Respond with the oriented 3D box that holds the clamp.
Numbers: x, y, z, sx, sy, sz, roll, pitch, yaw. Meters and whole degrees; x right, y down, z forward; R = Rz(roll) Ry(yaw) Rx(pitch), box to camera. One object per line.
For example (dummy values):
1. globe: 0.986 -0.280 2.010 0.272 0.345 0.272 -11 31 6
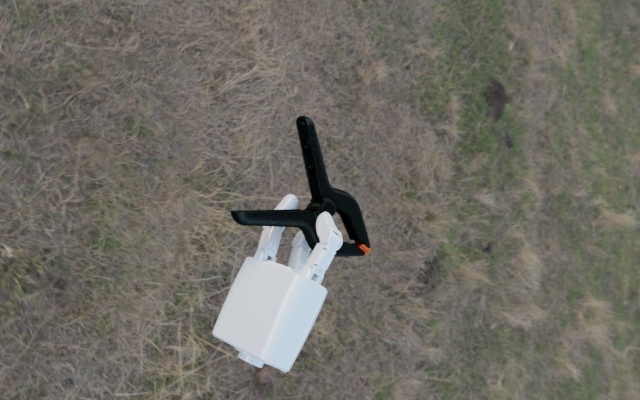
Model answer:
1. clamp: 0.001 0.003 0.639 0.210 0.164 0.036 36 -16 -32
